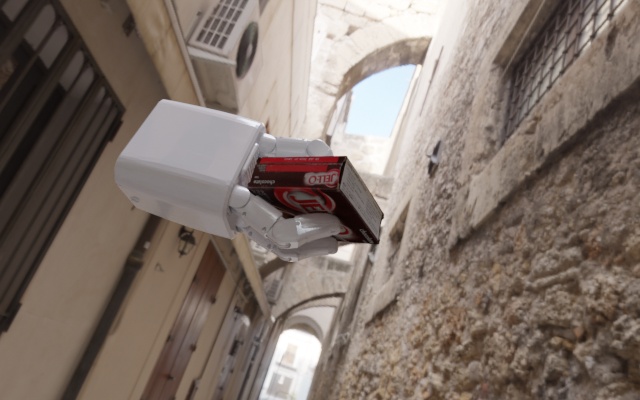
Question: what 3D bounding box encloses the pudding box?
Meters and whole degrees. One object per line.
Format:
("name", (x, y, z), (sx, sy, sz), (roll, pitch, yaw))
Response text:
("pudding box", (0.000, 0.001, 0.444), (0.090, 0.039, 0.113), (3, -24, 28))
